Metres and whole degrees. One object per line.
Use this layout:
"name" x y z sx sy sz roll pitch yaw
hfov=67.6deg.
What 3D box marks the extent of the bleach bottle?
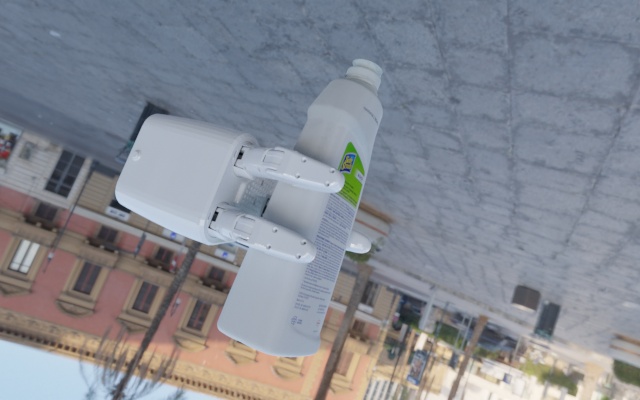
"bleach bottle" 0.000 0.001 0.410 0.068 0.251 0.102 17 -9 25
